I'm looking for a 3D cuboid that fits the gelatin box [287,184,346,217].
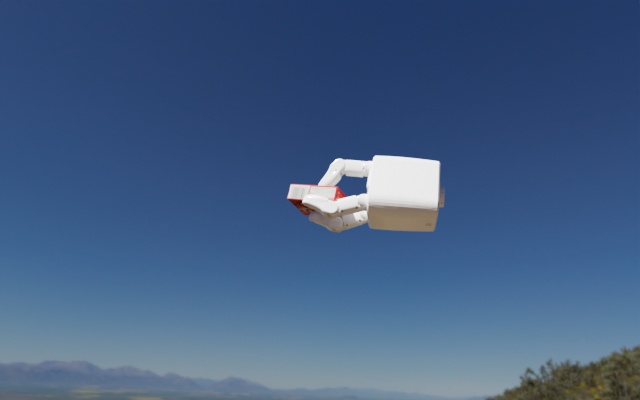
[{"bbox_3d":[0.000,0.002,0.794,0.089,0.030,0.073,4,-22,25],"label":"gelatin box"}]
